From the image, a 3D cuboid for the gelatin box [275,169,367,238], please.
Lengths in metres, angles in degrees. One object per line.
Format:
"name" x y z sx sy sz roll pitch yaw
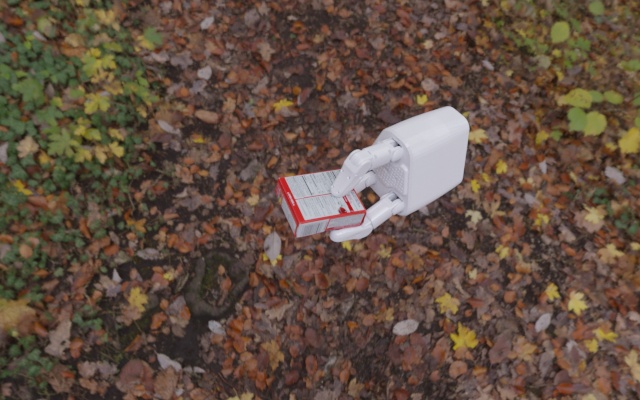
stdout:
"gelatin box" 0.000 0.002 0.565 0.089 0.073 0.030 -9 -39 -24
